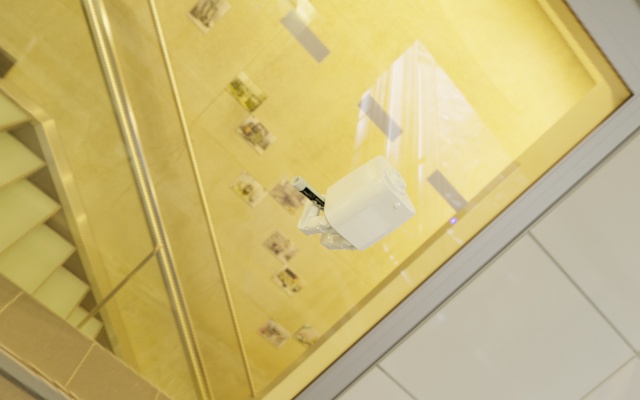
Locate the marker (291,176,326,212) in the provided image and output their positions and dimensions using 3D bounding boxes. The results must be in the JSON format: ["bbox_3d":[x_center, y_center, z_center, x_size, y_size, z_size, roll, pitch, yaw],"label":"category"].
[{"bbox_3d":[0.000,0.002,0.757,0.020,0.020,0.121,0,-33,48],"label":"marker"}]
